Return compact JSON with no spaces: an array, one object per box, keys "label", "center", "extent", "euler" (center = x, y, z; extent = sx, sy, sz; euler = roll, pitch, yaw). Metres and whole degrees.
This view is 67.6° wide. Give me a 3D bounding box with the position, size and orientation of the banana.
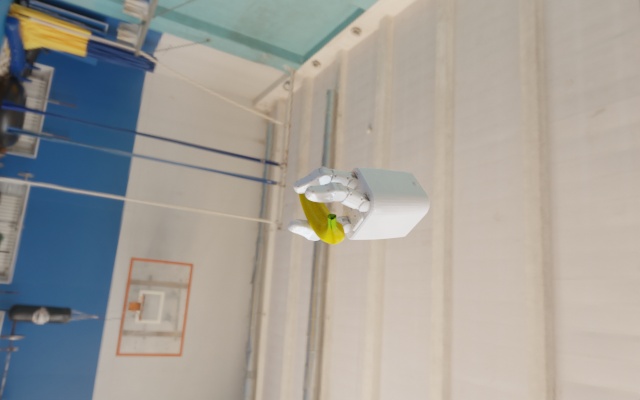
[{"label":"banana","center":[0.002,0.021,0.739],"extent":[0.037,0.070,0.197],"euler":[-9,20,-15]}]
